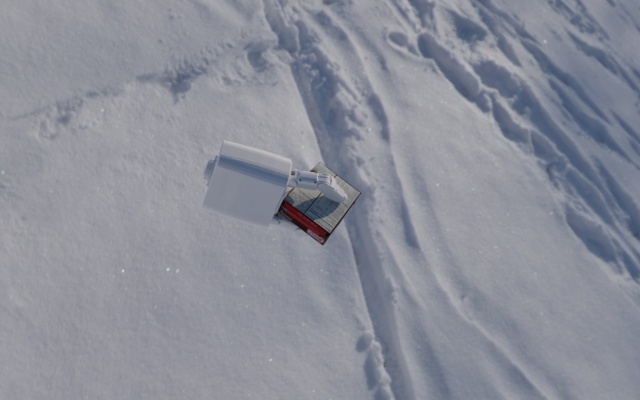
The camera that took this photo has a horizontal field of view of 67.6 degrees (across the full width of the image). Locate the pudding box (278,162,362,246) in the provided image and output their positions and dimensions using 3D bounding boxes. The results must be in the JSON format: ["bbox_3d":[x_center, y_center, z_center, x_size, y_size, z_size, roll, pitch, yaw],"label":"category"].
[{"bbox_3d":[0.000,0.002,0.747,0.113,0.090,0.039,-50,-4,-39],"label":"pudding box"}]
